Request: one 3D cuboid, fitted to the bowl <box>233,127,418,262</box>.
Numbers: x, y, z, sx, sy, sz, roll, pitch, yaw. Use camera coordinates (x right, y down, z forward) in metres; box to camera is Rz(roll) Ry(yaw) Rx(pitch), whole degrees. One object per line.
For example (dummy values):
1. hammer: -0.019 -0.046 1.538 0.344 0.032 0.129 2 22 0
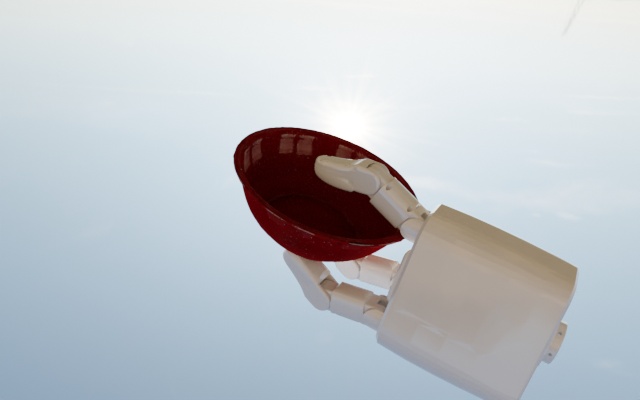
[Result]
1. bowl: -0.001 0.001 0.408 0.162 0.055 0.162 16 33 -11
